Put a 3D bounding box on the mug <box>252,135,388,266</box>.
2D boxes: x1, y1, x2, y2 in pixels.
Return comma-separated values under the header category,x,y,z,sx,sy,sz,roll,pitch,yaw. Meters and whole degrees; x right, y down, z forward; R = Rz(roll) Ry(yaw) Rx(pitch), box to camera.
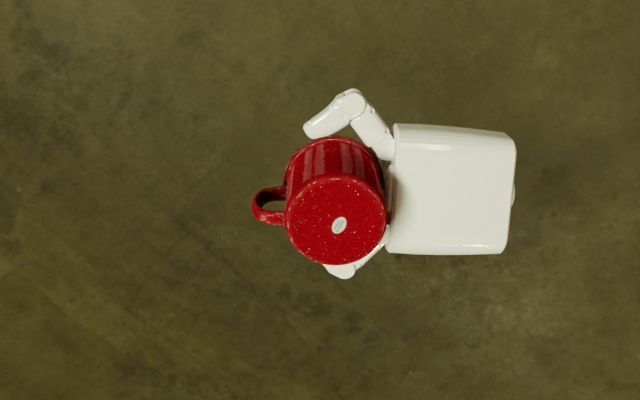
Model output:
category,x,y,z,sx,sy,sz,roll,pitch,yaw
mug,-0.001,0.001,0.404,0.117,0.093,0.081,-1,25,0
